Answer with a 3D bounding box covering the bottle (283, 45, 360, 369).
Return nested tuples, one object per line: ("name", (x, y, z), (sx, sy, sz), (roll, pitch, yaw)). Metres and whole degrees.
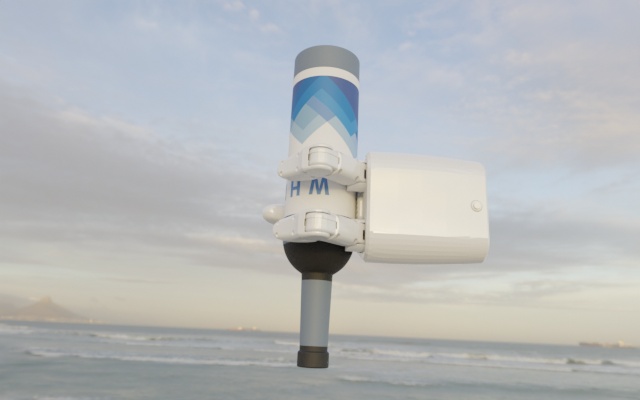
("bottle", (0.000, 0.001, 0.448), (0.069, 0.295, 0.069), (3, -16, 1))
